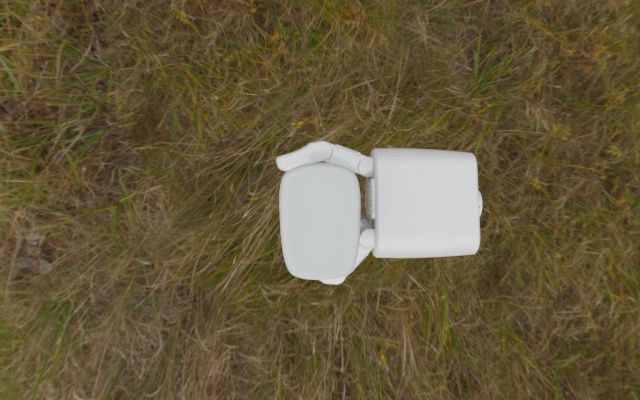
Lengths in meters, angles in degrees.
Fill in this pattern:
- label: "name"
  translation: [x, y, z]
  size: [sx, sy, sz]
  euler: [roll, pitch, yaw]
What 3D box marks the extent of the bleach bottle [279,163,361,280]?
- label: "bleach bottle"
  translation: [0.000, 0.002, 0.514]
  size: [0.068, 0.102, 0.251]
  euler: [0, 9, 0]
